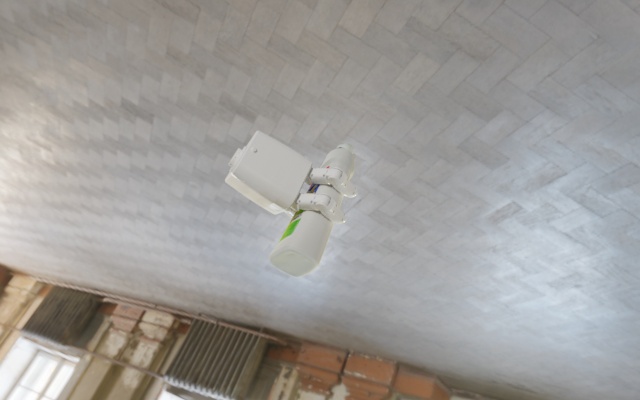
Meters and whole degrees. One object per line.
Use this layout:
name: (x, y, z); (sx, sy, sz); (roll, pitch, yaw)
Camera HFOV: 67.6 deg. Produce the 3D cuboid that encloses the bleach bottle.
bleach bottle: (0.000, 0.003, 0.817); (0.068, 0.250, 0.102); (32, -33, -13)
